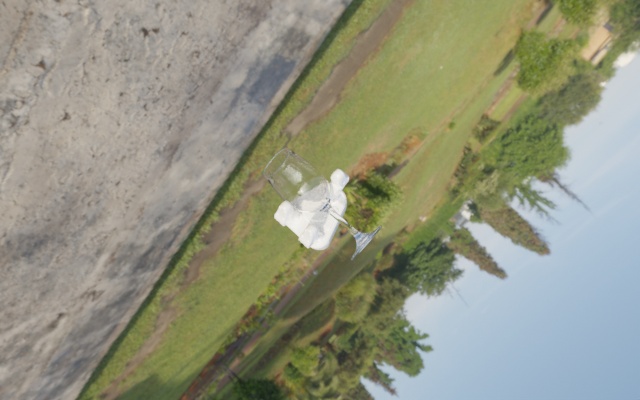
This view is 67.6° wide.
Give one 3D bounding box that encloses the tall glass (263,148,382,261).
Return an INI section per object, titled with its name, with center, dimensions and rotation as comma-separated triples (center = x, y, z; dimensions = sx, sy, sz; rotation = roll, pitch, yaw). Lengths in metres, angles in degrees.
[tall glass]
center = 0.001, 0.003, 0.771
dimensions = 0.201, 0.079, 0.079
rotation = 42, 8, 10
